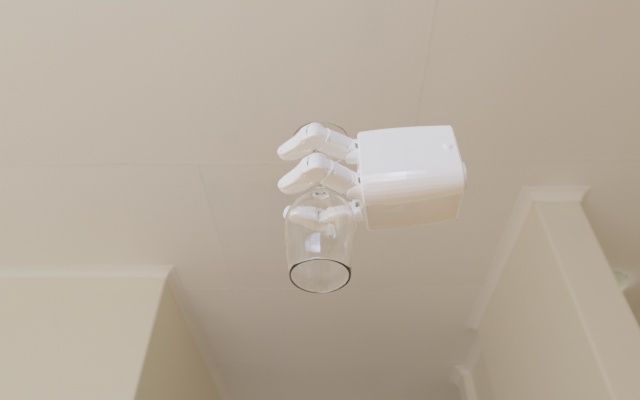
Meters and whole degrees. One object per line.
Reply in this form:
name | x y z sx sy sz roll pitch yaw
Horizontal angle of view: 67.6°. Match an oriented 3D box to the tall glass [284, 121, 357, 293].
tall glass | 0.000 0.001 0.538 0.079 0.200 0.079 0 -42 0
